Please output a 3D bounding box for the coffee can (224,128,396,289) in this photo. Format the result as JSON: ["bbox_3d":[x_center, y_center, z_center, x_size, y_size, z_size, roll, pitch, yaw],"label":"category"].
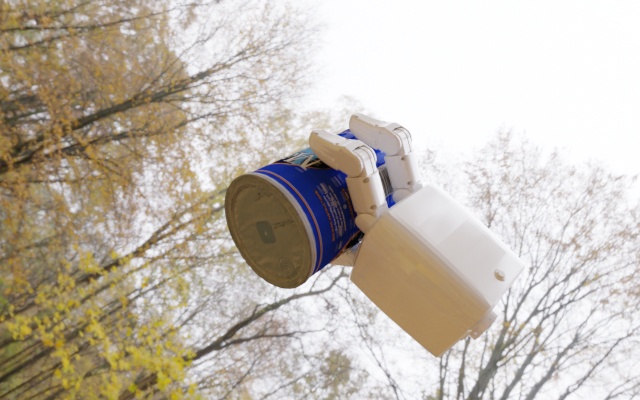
[{"bbox_3d":[0.000,0.001,0.434,0.103,0.103,0.140,0,22,45],"label":"coffee can"}]
